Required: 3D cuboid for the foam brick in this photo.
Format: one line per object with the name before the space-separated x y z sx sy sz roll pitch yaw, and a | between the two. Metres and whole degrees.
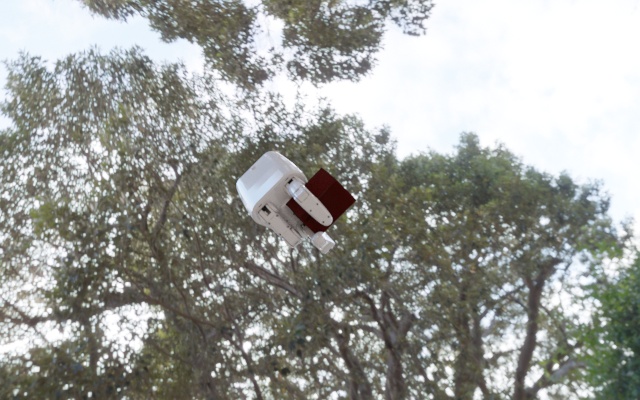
foam brick | 0.000 0.002 0.689 0.053 0.078 0.051 45 0 -35
